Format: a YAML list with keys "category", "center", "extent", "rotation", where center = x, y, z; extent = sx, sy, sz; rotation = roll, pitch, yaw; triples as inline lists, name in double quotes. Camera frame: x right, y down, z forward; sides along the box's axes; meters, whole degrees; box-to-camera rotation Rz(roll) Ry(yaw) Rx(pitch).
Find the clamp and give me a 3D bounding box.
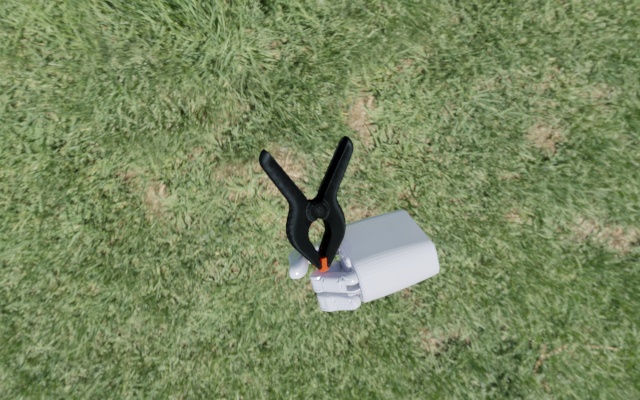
- category: "clamp"
  center: [0.000, 0.002, 0.599]
  extent: [0.120, 0.171, 0.039]
  rotation: [-18, 20, -11]
